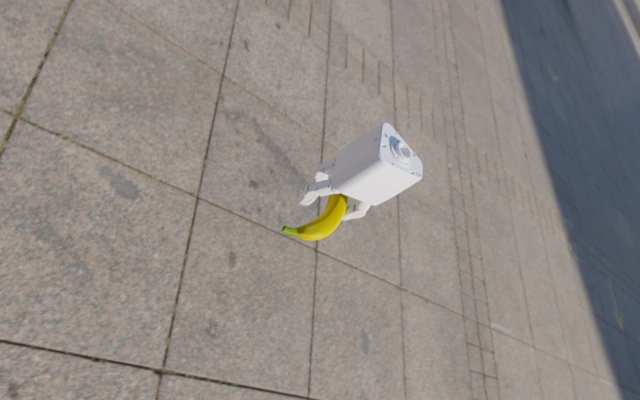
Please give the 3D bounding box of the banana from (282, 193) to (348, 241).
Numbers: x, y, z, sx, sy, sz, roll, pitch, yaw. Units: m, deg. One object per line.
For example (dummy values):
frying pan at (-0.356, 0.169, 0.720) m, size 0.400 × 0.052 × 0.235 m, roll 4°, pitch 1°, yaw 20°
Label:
banana at (0.011, 0.018, 0.877) m, size 0.037 × 0.069 × 0.197 m, roll -39°, pitch 5°, yaw 44°
